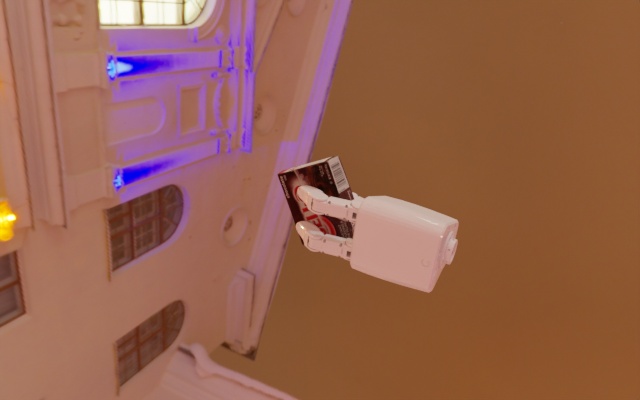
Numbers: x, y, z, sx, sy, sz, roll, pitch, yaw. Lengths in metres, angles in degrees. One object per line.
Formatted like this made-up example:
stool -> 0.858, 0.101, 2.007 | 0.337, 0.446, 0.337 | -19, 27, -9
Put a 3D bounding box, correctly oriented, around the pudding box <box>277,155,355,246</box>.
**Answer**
pudding box -> 0.000, 0.002, 0.663 | 0.090, 0.113, 0.039 | -12, 10, 35
